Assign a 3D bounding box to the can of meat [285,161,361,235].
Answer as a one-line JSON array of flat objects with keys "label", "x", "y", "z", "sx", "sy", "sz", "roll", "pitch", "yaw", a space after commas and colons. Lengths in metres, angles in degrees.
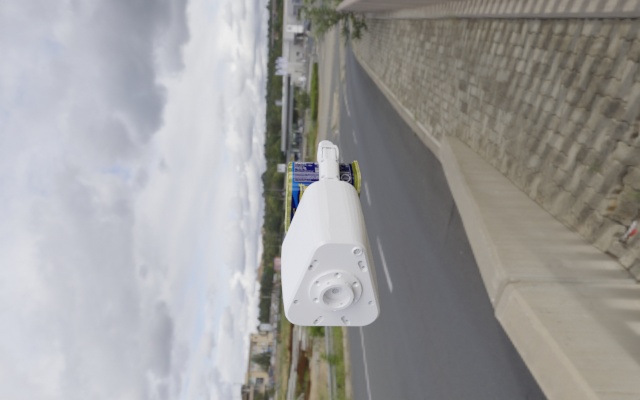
[{"label": "can of meat", "x": 0.000, "y": 0.002, "z": 0.582, "sx": 0.084, "sy": 0.102, "sz": 0.057, "roll": 1, "pitch": 35, "yaw": -5}]
